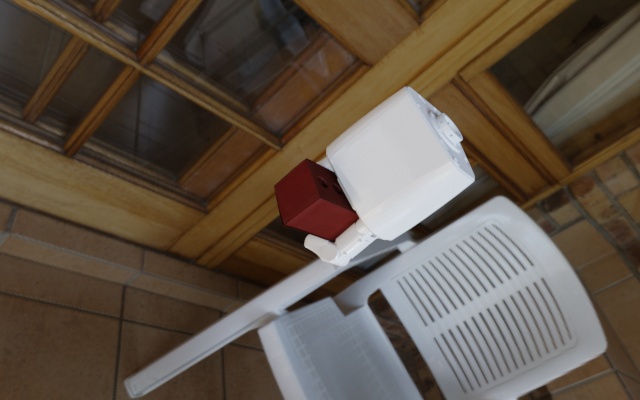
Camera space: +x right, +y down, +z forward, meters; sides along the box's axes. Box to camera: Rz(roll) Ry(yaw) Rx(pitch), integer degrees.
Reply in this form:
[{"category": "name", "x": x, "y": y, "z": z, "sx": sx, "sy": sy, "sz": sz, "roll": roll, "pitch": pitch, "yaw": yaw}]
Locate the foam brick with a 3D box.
[{"category": "foam brick", "x": 0.000, "y": 0.002, "z": 0.490, "sx": 0.051, "sy": 0.053, "sz": 0.078, "roll": -38, "pitch": -39, "yaw": 27}]
